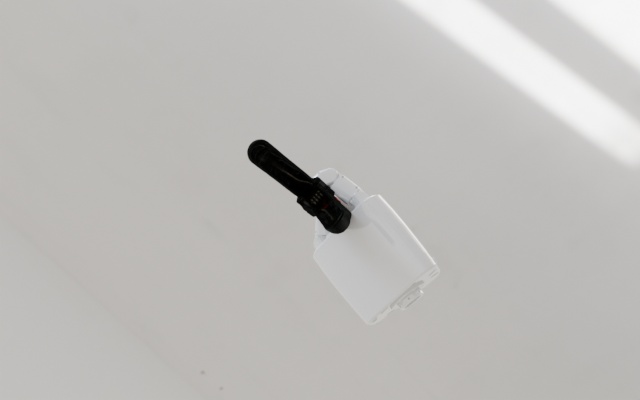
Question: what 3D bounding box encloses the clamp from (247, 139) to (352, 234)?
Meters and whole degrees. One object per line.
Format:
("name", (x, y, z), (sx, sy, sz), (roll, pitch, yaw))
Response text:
("clamp", (0.000, 0.002, 0.495), (0.120, 0.039, 0.171), (48, 7, 23))
